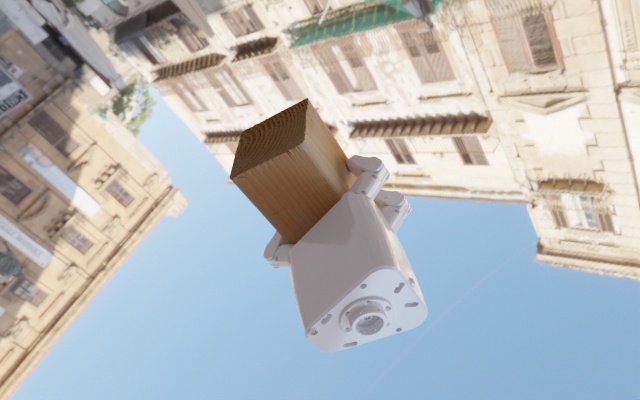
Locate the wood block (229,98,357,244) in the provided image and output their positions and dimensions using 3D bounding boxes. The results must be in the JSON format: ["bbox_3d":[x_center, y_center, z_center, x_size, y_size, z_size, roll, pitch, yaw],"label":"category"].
[{"bbox_3d":[0.000,0.002,0.545,0.091,0.206,0.090,-23,36,20],"label":"wood block"}]
